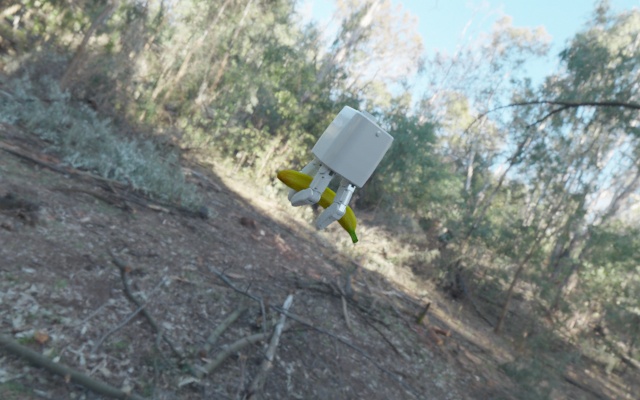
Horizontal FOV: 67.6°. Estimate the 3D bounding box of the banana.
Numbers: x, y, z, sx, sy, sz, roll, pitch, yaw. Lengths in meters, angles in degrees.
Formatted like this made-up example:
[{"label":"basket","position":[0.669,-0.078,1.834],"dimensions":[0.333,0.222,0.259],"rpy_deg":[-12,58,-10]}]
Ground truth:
[{"label":"banana","position":[0.003,-0.003,0.883],"dimensions":[0.198,0.037,0.069],"rpy_deg":[39,20,-16]}]
